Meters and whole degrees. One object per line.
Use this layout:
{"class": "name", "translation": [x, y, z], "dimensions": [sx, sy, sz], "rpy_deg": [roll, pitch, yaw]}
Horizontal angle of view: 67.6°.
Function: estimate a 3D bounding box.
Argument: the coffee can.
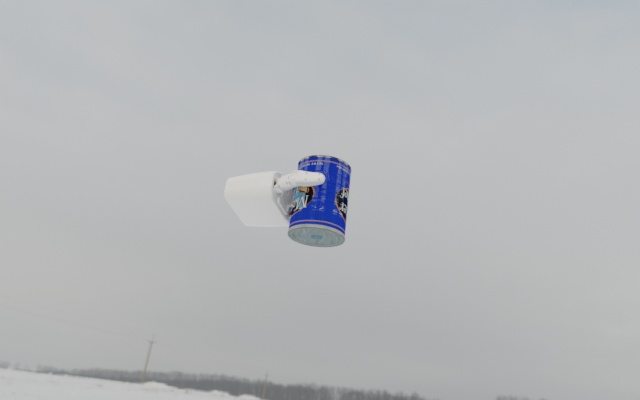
{"class": "coffee can", "translation": [0.000, 0.003, 0.869], "dimensions": [0.103, 0.140, 0.103], "rpy_deg": [6, -23, 3]}
